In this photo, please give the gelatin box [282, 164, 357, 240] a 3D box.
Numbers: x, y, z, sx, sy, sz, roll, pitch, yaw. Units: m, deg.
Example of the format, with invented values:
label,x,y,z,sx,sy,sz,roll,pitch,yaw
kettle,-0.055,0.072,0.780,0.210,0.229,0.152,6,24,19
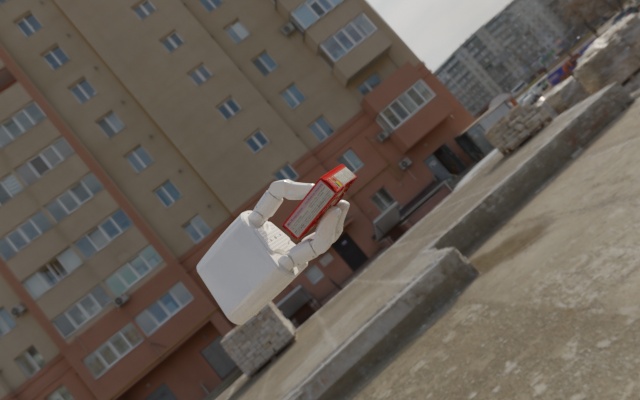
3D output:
label,x,y,z,sx,sy,sz,roll,pitch,yaw
gelatin box,0.000,0.001,0.597,0.030,0.089,0.073,42,28,7
